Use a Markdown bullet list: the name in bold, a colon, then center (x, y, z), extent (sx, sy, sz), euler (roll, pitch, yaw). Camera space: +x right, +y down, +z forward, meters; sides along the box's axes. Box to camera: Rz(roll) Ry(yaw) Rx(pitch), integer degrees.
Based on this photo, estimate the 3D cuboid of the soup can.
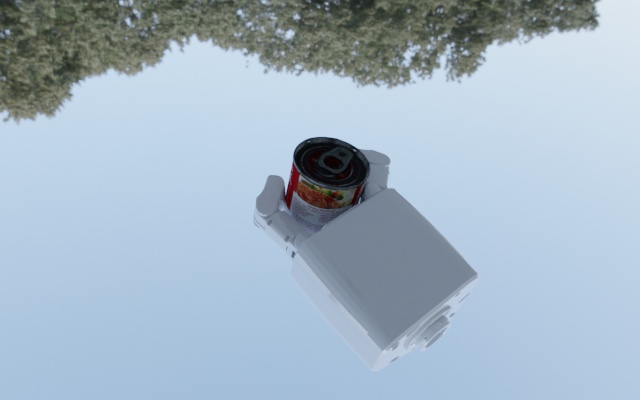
- **soup can**: center (0.000, 0.001, 0.444), extent (0.068, 0.102, 0.068), euler (8, 44, -8)
